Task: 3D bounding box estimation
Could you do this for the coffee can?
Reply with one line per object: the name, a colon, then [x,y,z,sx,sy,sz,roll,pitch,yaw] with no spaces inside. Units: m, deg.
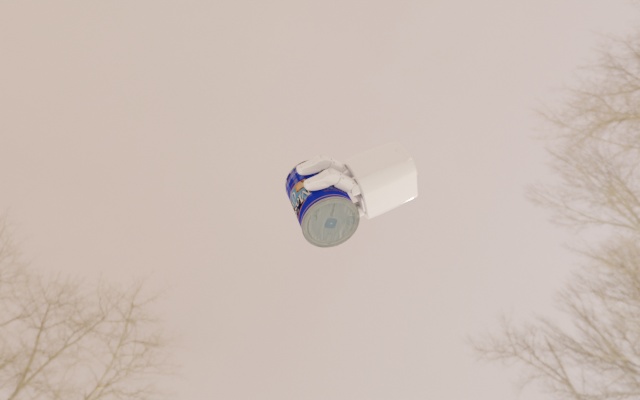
coffee can: [0.000,0.003,0.863,0.103,0.103,0.140,0,32,-18]
